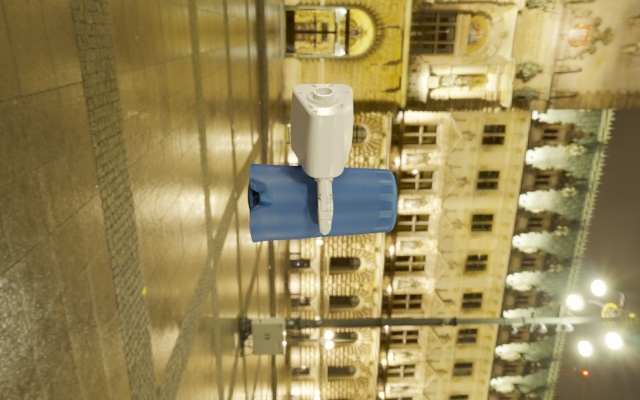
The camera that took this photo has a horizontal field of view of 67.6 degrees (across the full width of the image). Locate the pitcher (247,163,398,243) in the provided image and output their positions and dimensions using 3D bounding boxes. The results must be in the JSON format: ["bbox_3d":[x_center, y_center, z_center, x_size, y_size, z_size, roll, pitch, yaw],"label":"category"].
[{"bbox_3d":[0.000,0.003,0.814,0.243,0.145,0.149,-1,38,-2],"label":"pitcher"}]
